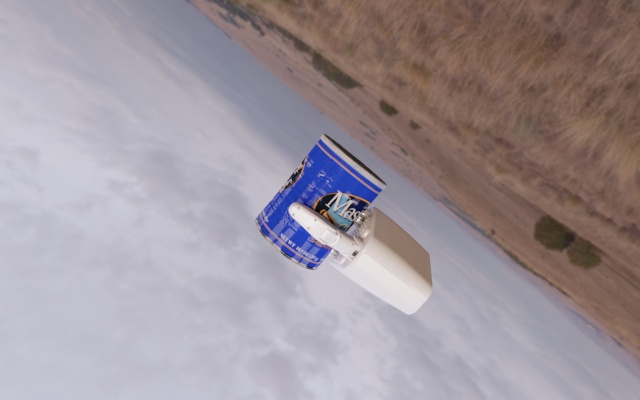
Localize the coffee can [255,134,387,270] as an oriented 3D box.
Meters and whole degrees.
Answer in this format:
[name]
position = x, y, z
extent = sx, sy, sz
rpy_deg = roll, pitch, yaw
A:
[coffee can]
position = 0.000, 0.002, 0.605
extent = 0.103, 0.140, 0.102
rpy_deg = 38, 9, -7
